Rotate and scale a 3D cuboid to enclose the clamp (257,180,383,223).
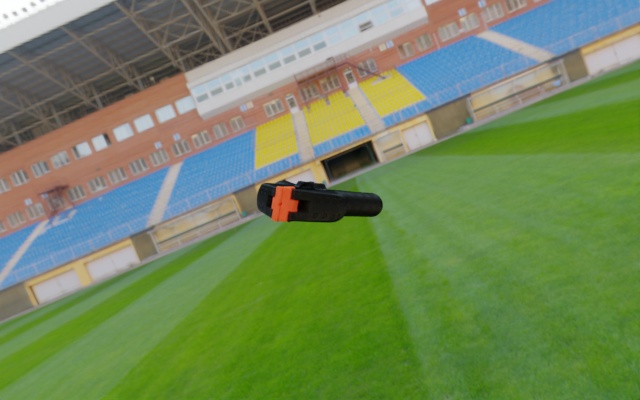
[{"bbox_3d":[0.000,0.001,0.445,0.120,0.039,0.171,2,6,5],"label":"clamp"}]
